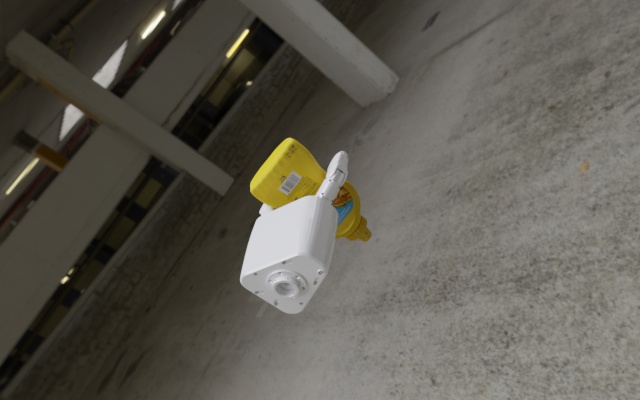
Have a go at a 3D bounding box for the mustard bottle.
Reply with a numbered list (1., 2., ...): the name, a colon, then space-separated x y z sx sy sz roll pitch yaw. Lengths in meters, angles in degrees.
1. mustard bottle: 0.000 0.002 0.692 0.192 0.096 0.058 37 9 -19
